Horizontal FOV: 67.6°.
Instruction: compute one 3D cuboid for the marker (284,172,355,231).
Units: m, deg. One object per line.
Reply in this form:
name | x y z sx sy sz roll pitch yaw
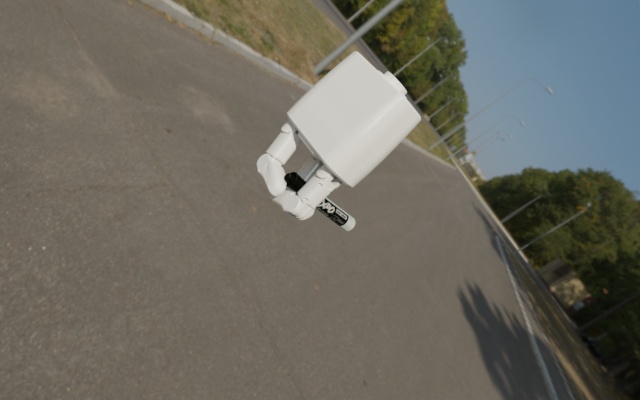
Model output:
marker | 0.000 0.002 0.554 0.020 0.020 0.121 0 -28 42
